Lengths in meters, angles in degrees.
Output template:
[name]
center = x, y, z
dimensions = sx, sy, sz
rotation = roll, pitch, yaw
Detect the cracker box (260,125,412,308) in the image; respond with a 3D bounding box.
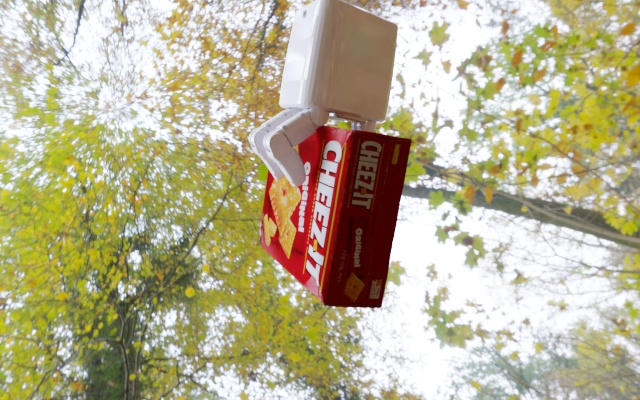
[cracker box]
center = 0.000, 0.002, 0.525
dimensions = 0.072, 0.164, 0.213
rotation = 5, 8, -24
